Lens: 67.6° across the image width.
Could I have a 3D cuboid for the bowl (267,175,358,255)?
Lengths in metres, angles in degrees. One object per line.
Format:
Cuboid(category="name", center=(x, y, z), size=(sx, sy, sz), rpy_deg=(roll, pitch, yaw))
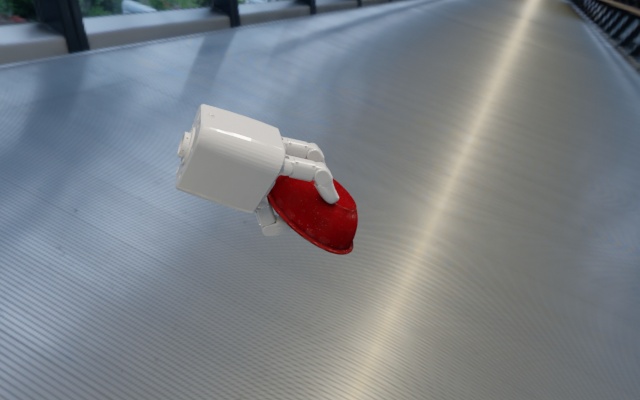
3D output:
Cuboid(category="bowl", center=(0.001, 0.002, 0.691), size=(0.162, 0.055, 0.162), rpy_deg=(35, 19, -14))
